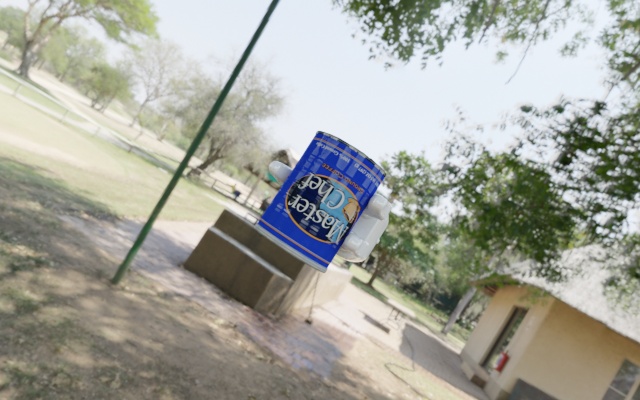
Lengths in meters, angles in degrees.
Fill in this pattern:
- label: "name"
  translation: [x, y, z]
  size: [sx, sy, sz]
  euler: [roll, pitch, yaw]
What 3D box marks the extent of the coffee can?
- label: "coffee can"
  translation: [0.000, 0.002, 0.581]
  size: [0.103, 0.140, 0.103]
  euler: [33, -4, 2]
